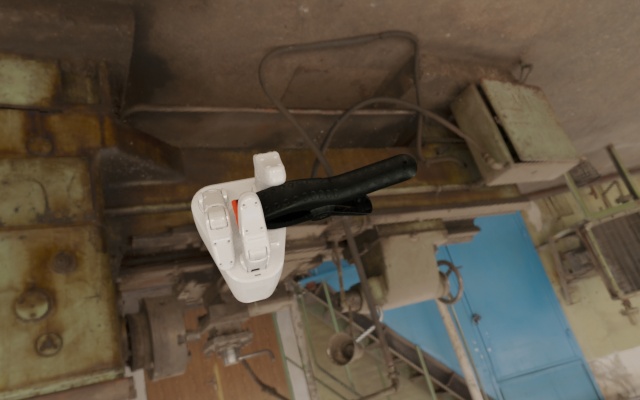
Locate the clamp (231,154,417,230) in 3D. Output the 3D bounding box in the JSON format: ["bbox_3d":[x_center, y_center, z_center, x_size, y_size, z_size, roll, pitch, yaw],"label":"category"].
[{"bbox_3d":[0.000,0.002,0.469,0.171,0.039,0.120,-11,-23,-13],"label":"clamp"}]
